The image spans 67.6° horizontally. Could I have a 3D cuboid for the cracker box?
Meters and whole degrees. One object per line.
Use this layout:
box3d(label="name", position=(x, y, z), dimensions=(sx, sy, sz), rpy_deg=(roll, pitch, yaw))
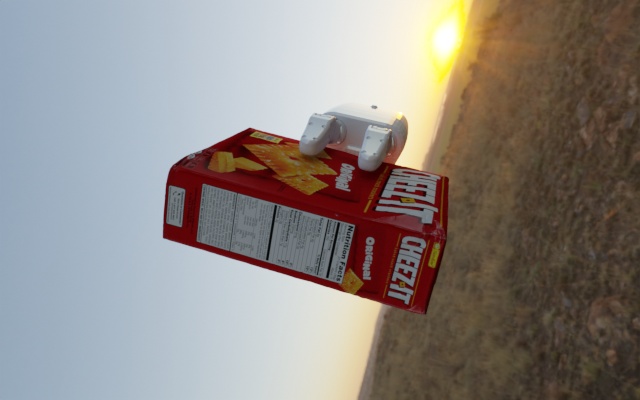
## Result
box3d(label="cracker box", position=(0.000, 0.001, 0.420), dimensions=(0.213, 0.072, 0.164), rpy_deg=(14, 22, 10))
